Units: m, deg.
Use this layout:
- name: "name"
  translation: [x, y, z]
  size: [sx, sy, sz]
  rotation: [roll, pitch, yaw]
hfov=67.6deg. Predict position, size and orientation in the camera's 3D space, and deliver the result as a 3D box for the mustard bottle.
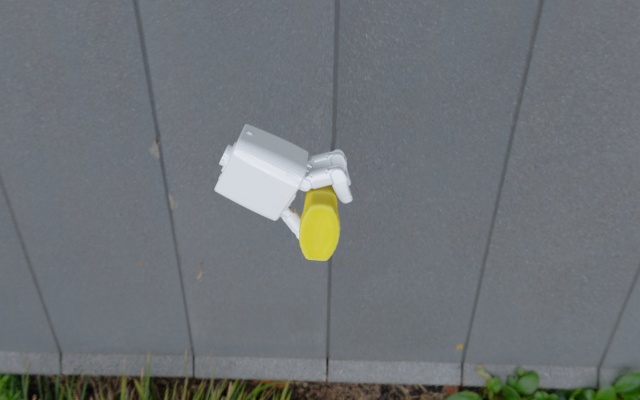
- name: "mustard bottle"
  translation: [0.000, 0.003, 0.746]
  size: [0.058, 0.096, 0.191]
  rotation: [3, 29, 0]
